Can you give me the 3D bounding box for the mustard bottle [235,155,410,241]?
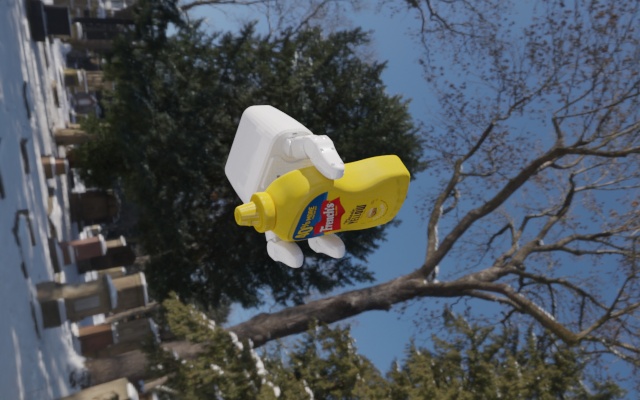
[{"bbox_3d":[0.000,0.002,0.520,0.191,0.058,0.096,-9,-35,-28],"label":"mustard bottle"}]
